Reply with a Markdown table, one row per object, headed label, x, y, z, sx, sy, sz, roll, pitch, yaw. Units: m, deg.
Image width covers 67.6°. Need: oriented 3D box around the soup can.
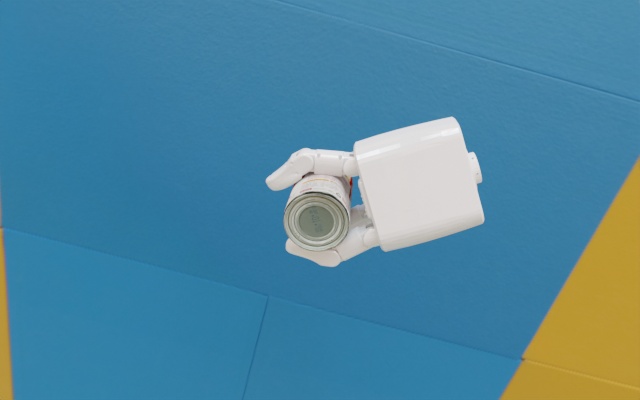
| label | x | y | z | sx | sy | sz | roll | pitch | yaw |
| --- | --- | --- | --- | --- | --- | --- | --- | --- | --- |
| soup can | 0.000 | 0.002 | 0.512 | 0.068 | 0.068 | 0.102 | 0 | 25 | 5 |
